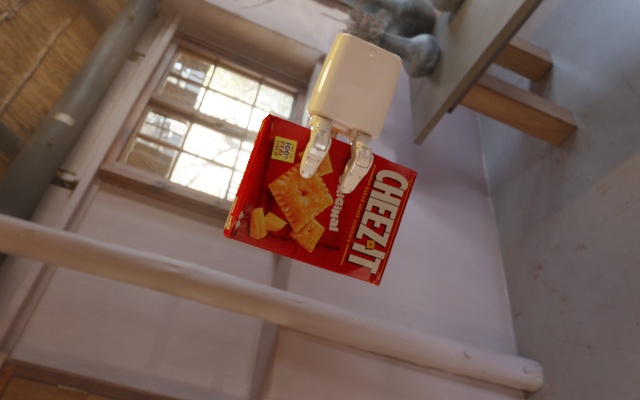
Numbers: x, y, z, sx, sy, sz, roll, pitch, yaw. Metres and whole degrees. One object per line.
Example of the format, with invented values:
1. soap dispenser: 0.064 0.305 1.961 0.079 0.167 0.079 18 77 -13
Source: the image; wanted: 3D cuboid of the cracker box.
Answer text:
1. cracker box: 0.000 0.002 0.629 0.214 0.164 0.072 20 -2 -13
